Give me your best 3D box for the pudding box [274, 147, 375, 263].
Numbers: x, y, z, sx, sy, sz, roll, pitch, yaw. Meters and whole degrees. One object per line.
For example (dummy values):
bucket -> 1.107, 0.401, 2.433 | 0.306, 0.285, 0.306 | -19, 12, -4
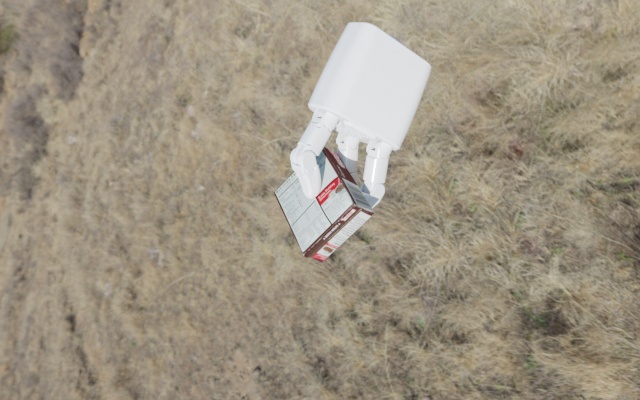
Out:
pudding box -> 0.000, 0.002, 0.565 | 0.039, 0.090, 0.113 | 26, 26, -42
